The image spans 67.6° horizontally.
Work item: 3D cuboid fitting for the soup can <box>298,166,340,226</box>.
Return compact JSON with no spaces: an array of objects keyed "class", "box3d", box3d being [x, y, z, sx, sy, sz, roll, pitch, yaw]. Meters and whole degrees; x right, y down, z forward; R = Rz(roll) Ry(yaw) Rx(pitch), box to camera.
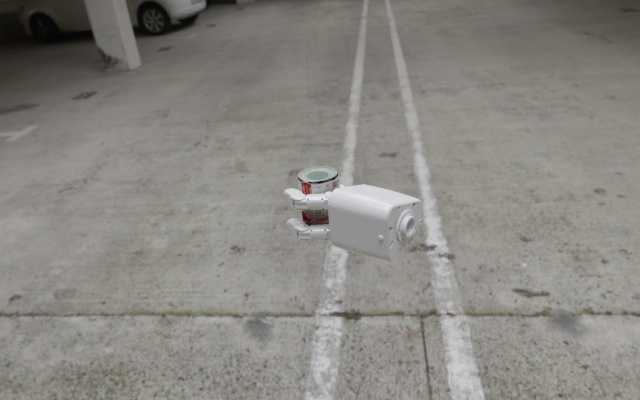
[{"class":"soup can","box3d":[0.000,0.002,0.790,0.068,0.102,0.068,-5,25,2]}]
